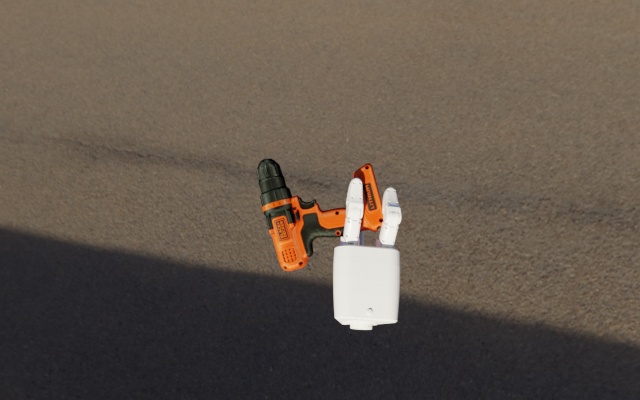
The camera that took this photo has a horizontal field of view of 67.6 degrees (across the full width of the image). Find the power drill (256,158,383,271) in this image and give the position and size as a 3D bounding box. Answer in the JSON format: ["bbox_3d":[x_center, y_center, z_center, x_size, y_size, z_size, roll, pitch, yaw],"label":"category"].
[{"bbox_3d":[0.001,0.003,0.757,0.187,0.184,0.057,-16,-3,9],"label":"power drill"}]
